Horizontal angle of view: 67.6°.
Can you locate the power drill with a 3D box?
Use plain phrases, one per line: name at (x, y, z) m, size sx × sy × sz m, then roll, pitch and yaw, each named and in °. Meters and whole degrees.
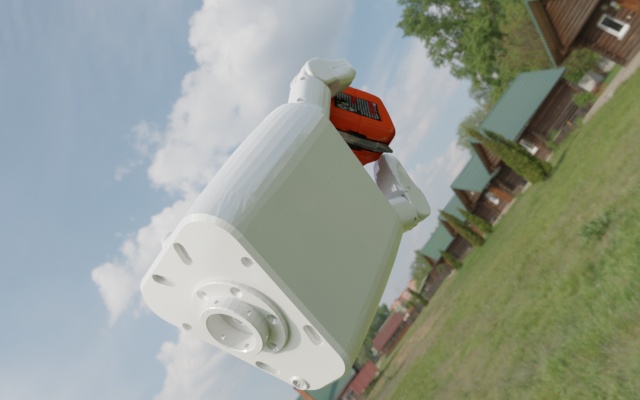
power drill at (0.000, 0.001, 0.402) m, size 0.057 × 0.188 × 0.184 m, roll 14°, pitch 24°, yaw -8°
